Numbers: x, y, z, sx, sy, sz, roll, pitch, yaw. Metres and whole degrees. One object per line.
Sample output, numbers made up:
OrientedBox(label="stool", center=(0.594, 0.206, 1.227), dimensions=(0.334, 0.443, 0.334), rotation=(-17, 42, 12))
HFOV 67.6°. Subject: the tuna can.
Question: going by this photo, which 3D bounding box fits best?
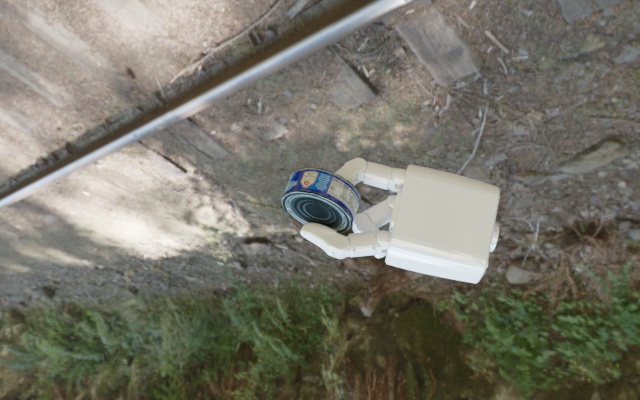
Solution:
OrientedBox(label="tuna can", center=(0.000, 0.002, 0.540), dimensions=(0.086, 0.033, 0.086), rotation=(17, -29, 10))
